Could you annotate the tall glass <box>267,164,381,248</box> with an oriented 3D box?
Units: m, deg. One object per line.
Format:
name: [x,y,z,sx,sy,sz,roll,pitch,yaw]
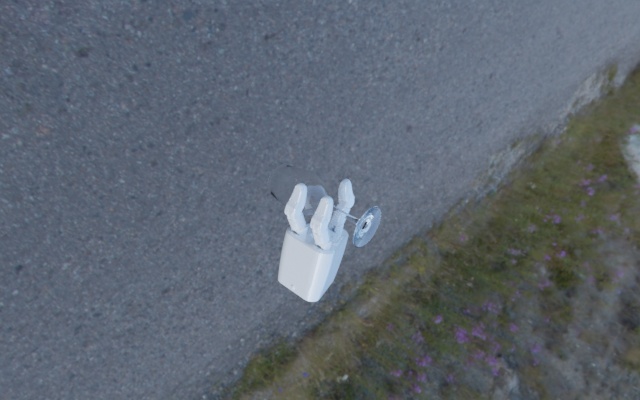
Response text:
tall glass: [0.001,0.003,0.816,0.201,0.079,0.079,29,15,30]
